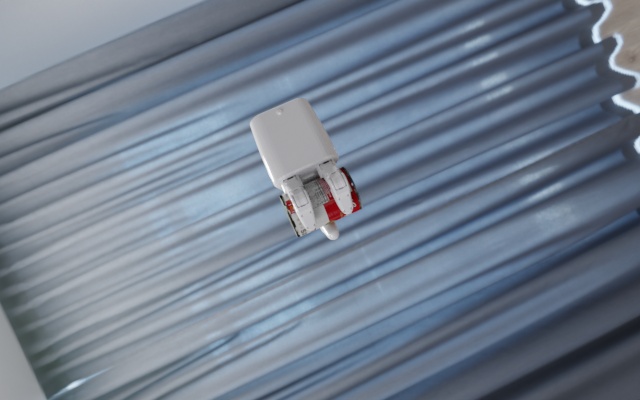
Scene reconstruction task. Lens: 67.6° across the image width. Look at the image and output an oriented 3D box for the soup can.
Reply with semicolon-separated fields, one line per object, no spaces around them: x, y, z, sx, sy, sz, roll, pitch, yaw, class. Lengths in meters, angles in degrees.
0.000;0.003;0.684;0.102;0.068;0.068;-24;2;-5;soup can
